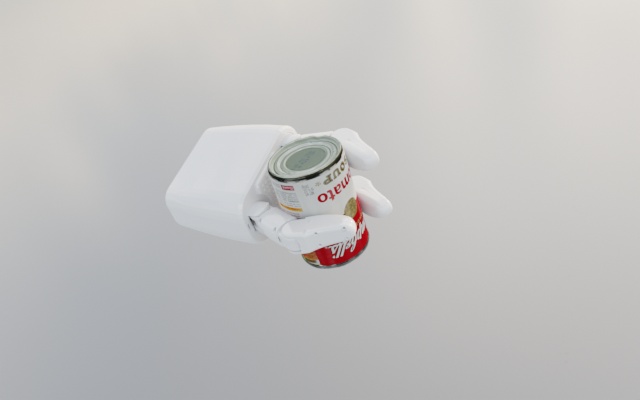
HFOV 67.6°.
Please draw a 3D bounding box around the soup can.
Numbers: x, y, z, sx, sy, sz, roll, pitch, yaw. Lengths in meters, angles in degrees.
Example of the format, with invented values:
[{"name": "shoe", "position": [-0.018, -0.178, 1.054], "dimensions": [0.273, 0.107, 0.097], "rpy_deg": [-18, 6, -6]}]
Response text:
[{"name": "soup can", "position": [0.000, 0.001, 0.426], "dimensions": [0.068, 0.102, 0.068], "rpy_deg": [-13, 35, 9]}]
